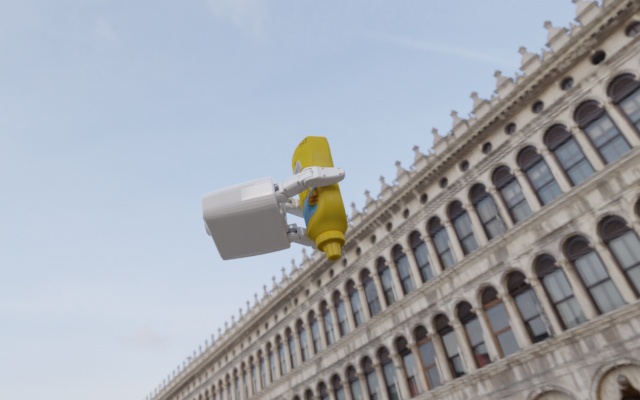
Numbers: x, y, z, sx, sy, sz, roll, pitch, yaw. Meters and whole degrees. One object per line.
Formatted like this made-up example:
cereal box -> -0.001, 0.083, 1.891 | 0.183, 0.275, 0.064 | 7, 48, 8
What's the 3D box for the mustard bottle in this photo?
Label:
mustard bottle -> 0.000, 0.002, 0.711 | 0.058, 0.191, 0.096 | 1, -36, -20
